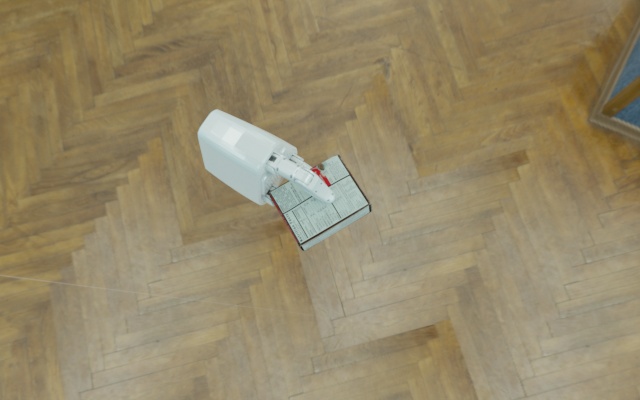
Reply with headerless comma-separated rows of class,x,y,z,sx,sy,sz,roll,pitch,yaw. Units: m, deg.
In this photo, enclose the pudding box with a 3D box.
pudding box,0.000,0.002,0.653,0.113,0.090,0.039,-30,-17,-2
